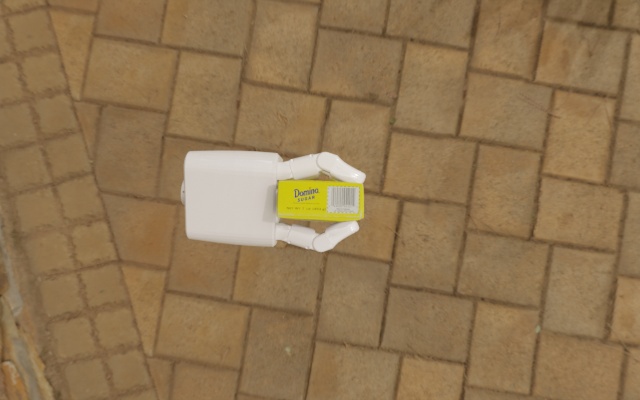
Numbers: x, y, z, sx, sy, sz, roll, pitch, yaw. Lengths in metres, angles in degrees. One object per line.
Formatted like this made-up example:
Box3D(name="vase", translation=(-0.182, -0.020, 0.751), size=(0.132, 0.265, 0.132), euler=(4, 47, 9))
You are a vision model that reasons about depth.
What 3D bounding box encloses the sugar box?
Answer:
Box3D(name="sugar box", translation=(0.000, 0.001, 0.588), size=(0.093, 0.048, 0.176), euler=(3, 1, 0))
